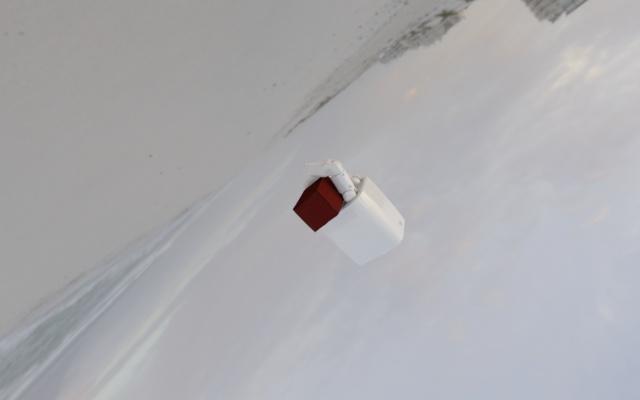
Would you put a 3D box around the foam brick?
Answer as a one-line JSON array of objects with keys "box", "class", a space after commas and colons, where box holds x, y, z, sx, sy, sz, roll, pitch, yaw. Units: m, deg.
[{"box": [0.000, 0.003, 0.746, 0.053, 0.051, 0.078, -37, 11, 25], "class": "foam brick"}]
